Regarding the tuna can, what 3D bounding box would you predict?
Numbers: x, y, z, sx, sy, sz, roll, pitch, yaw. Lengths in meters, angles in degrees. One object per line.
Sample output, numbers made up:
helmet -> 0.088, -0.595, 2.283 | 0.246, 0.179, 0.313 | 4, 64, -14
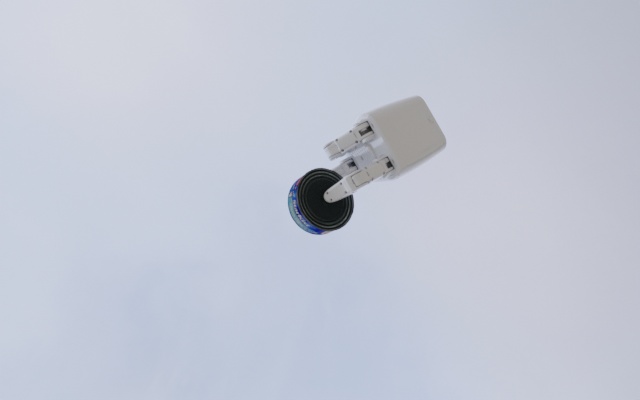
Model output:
tuna can -> 0.000, 0.002, 0.637 | 0.086, 0.086, 0.034 | 0, -15, -30
